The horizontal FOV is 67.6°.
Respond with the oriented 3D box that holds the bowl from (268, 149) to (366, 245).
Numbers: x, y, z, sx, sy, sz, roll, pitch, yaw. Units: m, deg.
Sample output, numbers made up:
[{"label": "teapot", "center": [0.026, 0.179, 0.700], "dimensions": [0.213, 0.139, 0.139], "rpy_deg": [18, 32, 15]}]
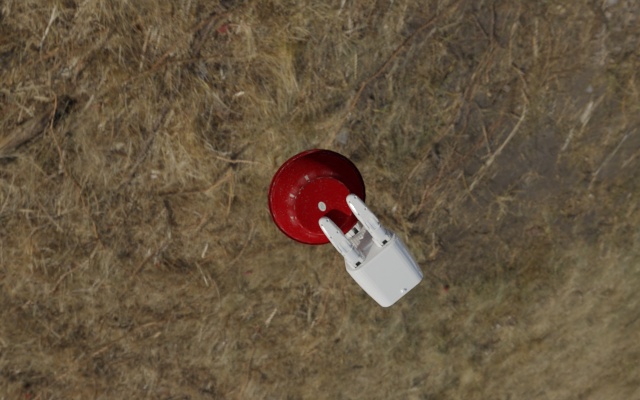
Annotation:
[{"label": "bowl", "center": [-0.001, 0.002, 0.749], "dimensions": [0.162, 0.162, 0.055], "rpy_deg": [0, 14, -11]}]
